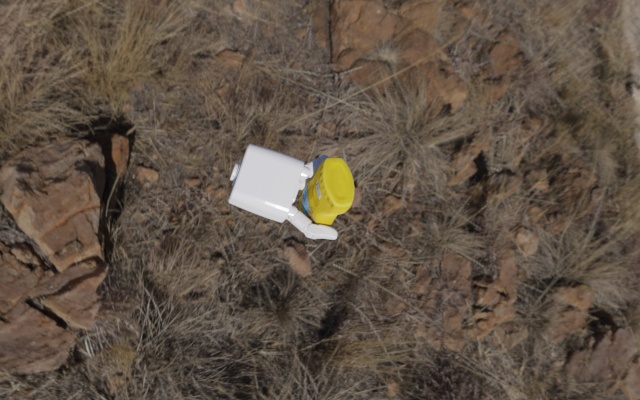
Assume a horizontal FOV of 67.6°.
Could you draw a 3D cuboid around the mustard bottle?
[{"bbox_3d":[0.001,0.003,0.887,0.058,0.096,0.192,-4,-21,-22],"label":"mustard bottle"}]
